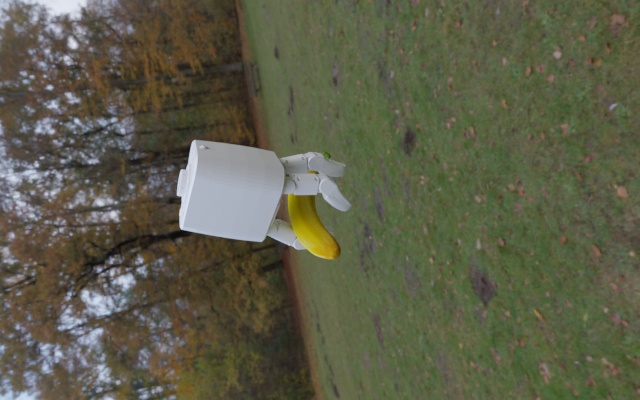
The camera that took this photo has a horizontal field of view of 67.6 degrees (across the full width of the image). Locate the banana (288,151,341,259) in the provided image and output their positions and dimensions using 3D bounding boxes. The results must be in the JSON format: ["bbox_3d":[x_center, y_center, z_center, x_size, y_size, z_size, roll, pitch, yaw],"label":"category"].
[{"bbox_3d":[-0.013,0.010,0.638,0.037,0.197,0.070,32,-56,-32],"label":"banana"}]
